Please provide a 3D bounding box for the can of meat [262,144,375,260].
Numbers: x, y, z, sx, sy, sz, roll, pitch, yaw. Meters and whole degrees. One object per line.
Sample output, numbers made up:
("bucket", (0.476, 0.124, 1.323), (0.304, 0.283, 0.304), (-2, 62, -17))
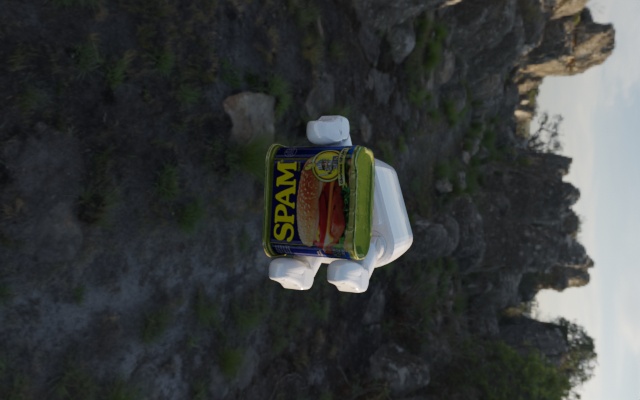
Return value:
("can of meat", (0.000, 0.001, 0.421), (0.084, 0.102, 0.057), (2, -2, 23))
